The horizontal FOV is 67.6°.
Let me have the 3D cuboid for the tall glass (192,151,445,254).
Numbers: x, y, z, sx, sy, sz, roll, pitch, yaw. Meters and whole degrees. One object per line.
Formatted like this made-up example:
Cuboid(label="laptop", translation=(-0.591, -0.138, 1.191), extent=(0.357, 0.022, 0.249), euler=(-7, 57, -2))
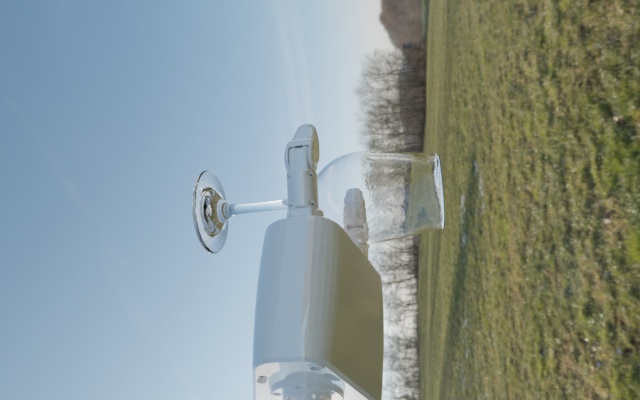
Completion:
Cuboid(label="tall glass", translation=(-0.001, 0.001, 0.406), extent=(0.201, 0.079, 0.079), euler=(-6, -1, 10))
